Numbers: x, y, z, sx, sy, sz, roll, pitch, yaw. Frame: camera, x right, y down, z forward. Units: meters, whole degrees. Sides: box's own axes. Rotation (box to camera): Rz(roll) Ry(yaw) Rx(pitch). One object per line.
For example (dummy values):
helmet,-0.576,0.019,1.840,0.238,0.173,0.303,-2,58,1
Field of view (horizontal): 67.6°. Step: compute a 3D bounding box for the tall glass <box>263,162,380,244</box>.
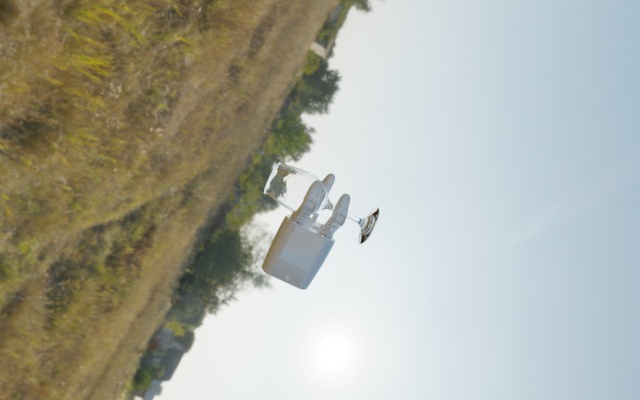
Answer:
tall glass,0.001,0.003,0.852,0.201,0.079,0.079,27,-5,-9
